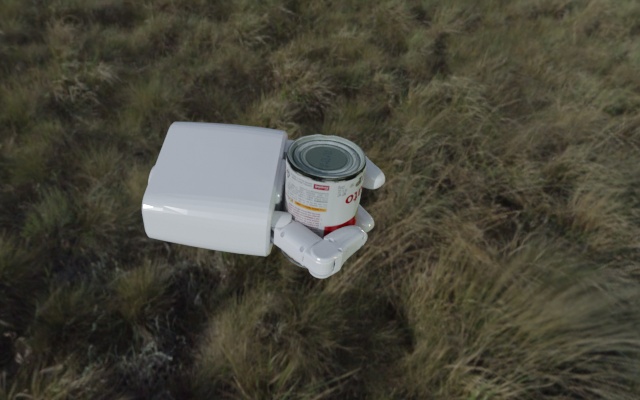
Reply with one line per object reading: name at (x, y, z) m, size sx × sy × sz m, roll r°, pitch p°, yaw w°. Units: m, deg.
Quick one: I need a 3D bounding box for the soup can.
soup can at (0.001, 0.001, 0.420) m, size 0.068 × 0.102 × 0.068 m, roll 4°, pitch 39°, yaw -4°
